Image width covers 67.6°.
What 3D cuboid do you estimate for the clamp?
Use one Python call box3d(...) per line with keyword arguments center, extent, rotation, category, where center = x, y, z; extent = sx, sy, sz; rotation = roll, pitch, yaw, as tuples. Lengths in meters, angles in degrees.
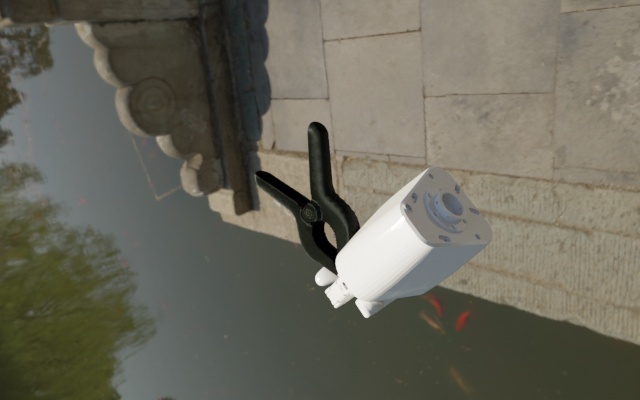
box3d(center=(0.000, 0.002, 0.531), extent=(0.039, 0.171, 0.120), rotation=(-22, -20, -46), category="clamp")
